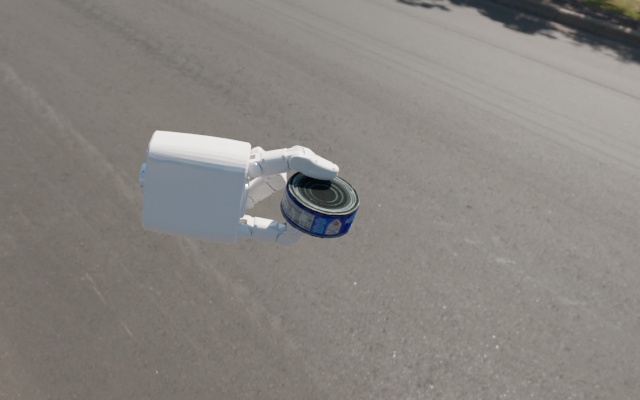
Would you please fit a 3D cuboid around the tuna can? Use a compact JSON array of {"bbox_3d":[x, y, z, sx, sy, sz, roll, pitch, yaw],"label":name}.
[{"bbox_3d":[0.000,0.001,0.537,0.086,0.034,0.086,13,35,-9],"label":"tuna can"}]
